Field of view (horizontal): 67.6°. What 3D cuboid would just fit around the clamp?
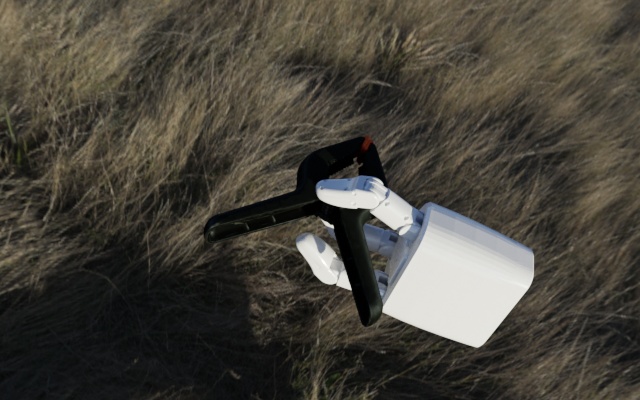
[{"bbox_3d":[0.001,0.001,0.456,0.164,0.209,0.036,23,-43,0],"label":"clamp"}]
